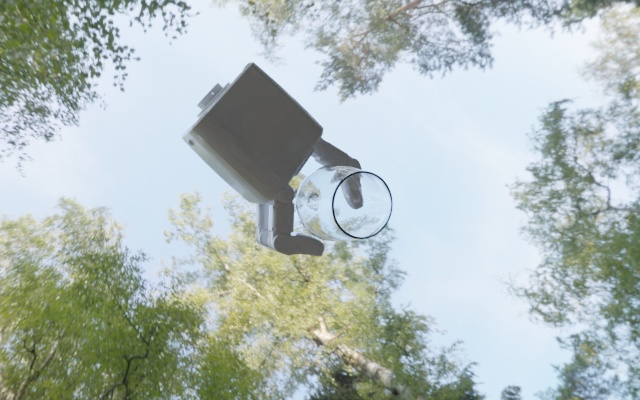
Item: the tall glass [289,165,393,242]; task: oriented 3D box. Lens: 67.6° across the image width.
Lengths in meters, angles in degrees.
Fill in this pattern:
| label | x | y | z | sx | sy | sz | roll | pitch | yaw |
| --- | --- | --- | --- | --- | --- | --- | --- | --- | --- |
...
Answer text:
| label | x | y | z | sx | sy | sz | roll | pitch | yaw |
| --- | --- | --- | --- | --- | --- | --- | --- | --- | --- |
| tall glass | 0.000 | 0.002 | 0.519 | 0.079 | 0.079 | 0.201 | 0 | 2 | -23 |
